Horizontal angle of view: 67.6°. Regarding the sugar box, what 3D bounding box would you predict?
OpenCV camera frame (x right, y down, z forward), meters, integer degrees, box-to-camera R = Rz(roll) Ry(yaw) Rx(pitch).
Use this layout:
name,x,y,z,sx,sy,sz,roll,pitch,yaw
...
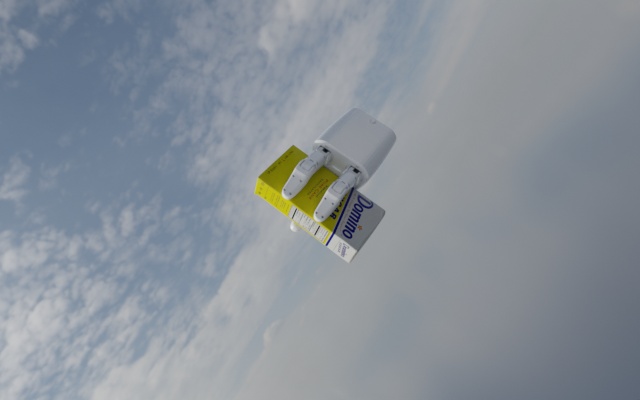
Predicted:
name,x,y,z,sx,sy,sz,roll,pitch,yaw
sugar box,0.000,0.002,0.700,0.176,0.093,0.048,34,-38,9
